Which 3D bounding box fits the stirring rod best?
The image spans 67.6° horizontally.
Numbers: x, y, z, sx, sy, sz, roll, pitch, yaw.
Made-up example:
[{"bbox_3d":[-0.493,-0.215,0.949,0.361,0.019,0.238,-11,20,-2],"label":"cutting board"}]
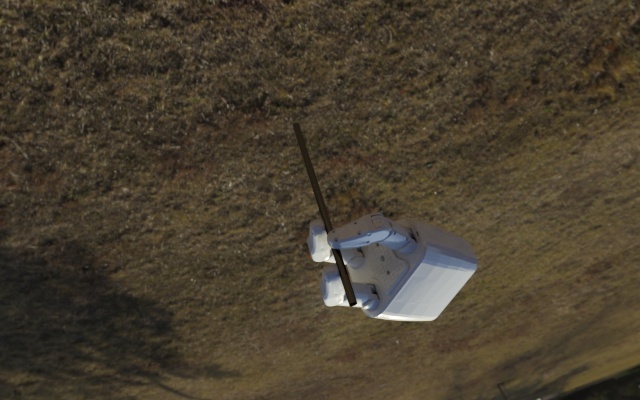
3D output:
[{"bbox_3d":[0.000,0.002,0.503,0.011,0.239,0.011,-11,-37,-9],"label":"stirring rod"}]
